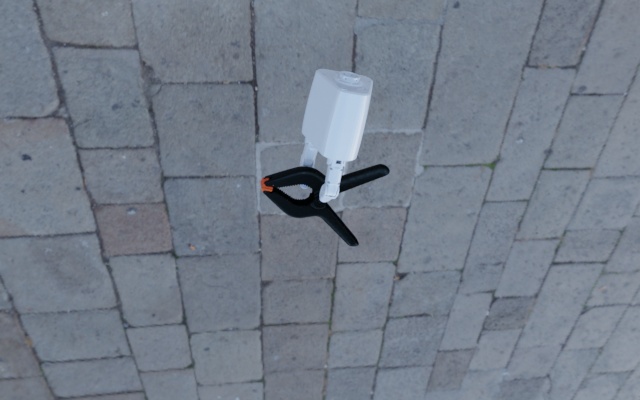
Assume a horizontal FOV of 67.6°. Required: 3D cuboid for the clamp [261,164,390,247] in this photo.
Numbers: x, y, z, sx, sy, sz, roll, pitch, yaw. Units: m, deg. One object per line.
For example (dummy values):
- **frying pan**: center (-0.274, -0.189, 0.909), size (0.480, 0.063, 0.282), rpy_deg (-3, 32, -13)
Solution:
- **clamp**: center (0.000, 0.003, 0.815), size (0.210, 0.165, 0.036), rpy_deg (6, 27, -13)
